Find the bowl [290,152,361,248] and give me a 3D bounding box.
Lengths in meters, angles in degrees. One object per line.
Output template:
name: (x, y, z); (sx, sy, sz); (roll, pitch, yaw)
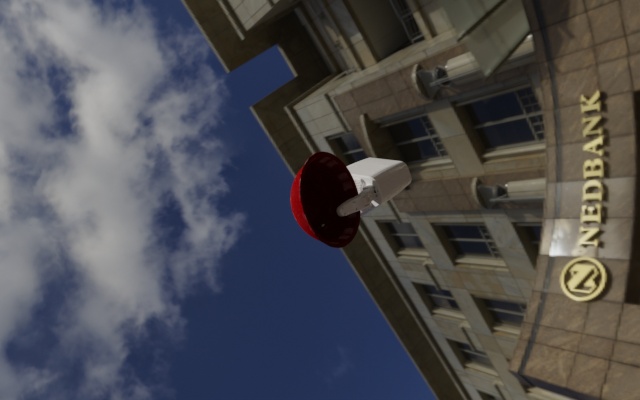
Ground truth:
bowl: (-0.001, 0.003, 0.799); (0.055, 0.162, 0.162); (-14, -8, 37)
